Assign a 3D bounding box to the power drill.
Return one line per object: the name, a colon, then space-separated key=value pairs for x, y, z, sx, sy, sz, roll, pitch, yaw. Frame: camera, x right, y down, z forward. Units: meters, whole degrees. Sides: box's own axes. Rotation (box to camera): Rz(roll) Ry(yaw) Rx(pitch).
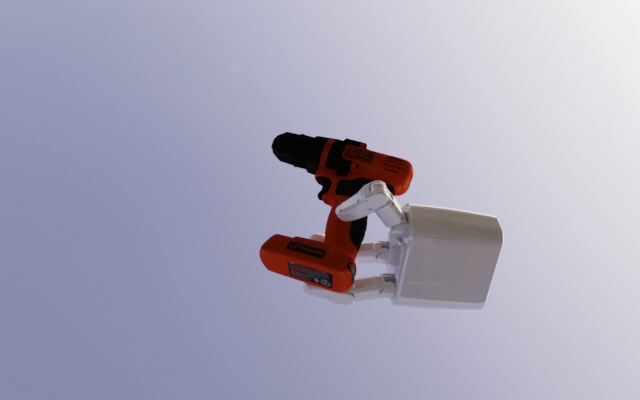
power drill: x=0.000 y=0.002 z=0.562 sx=0.184 sy=0.187 sz=0.057 roll=15 pitch=-32 yaw=16
